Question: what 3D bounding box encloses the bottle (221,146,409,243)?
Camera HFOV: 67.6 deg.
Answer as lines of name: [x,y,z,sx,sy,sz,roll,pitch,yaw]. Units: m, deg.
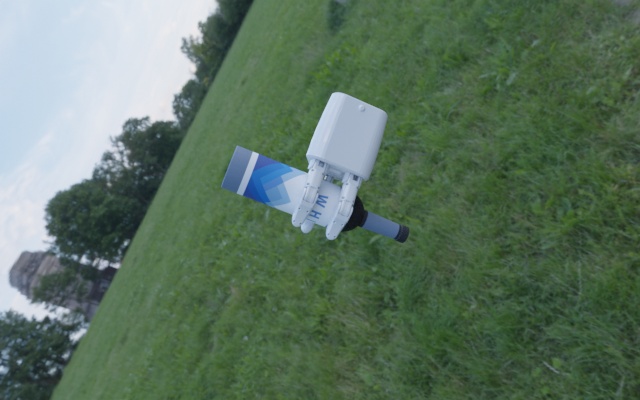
bottle: [0.000,0.002,0.731,0.296,0.069,0.069,21,-4,-11]
